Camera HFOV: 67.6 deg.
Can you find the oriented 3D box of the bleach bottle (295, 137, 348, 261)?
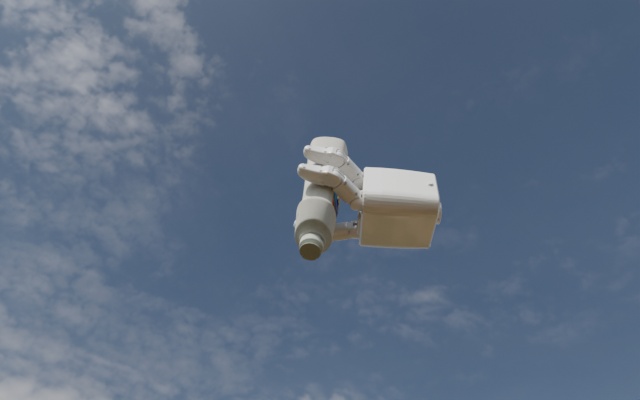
[{"bbox_3d":[0.000,0.002,0.705,0.068,0.103,0.250,4,34,5],"label":"bleach bottle"}]
